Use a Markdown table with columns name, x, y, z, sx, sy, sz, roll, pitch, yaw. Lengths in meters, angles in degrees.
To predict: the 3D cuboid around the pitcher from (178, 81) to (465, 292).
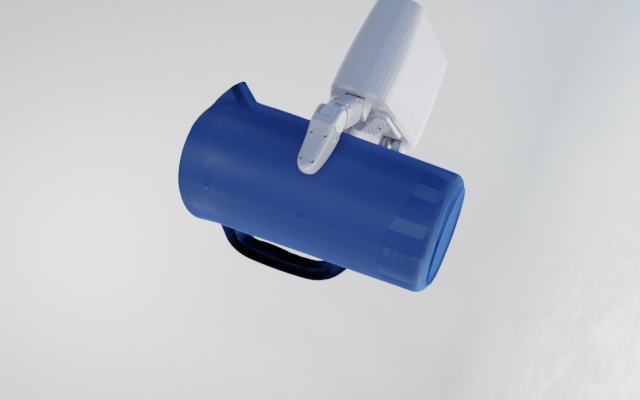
| name | x | y | z | sx | sy | sz | roll | pitch | yaw |
| --- | --- | --- | --- | --- | --- | --- | --- | --- | --- |
| pitcher | 0.000 | 0.001 | 0.453 | 0.243 | 0.145 | 0.149 | 20 | -13 | 21 |
